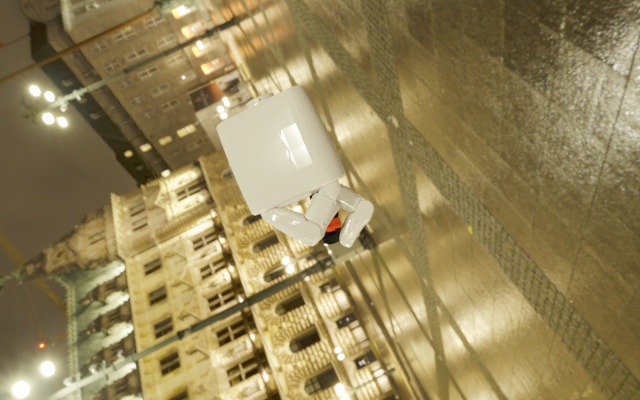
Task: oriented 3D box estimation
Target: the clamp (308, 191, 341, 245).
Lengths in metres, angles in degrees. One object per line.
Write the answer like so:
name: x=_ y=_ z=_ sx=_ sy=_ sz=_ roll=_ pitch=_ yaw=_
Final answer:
clamp: x=0.000 y=0.002 z=0.629 sx=0.039 sy=0.120 sz=0.171 roll=-23 pitch=4 yaw=-4
